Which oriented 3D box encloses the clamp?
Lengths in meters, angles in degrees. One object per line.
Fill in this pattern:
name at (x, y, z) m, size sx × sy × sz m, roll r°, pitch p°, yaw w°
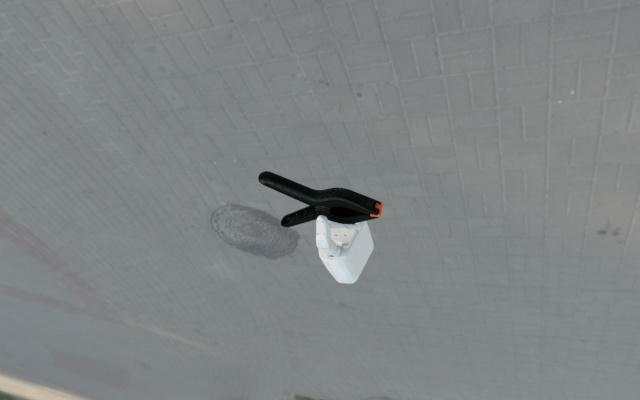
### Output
clamp at (0.001, 0.004, 0.828) m, size 0.210 × 0.036 × 0.165 m, roll 1°, pitch -31°, yaw 21°
